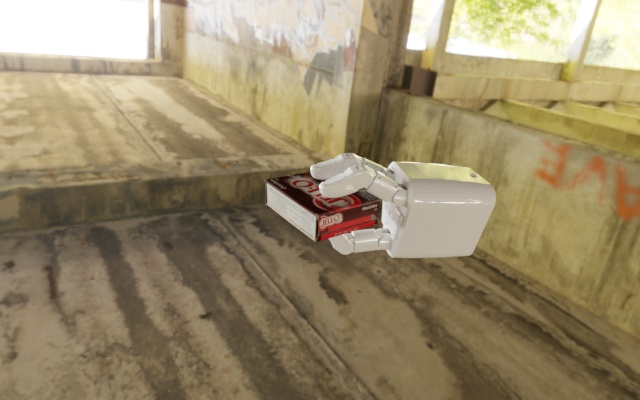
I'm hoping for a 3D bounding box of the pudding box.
[{"bbox_3d":[0.000,0.002,0.560,0.090,0.039,0.113,-12,27,-34],"label":"pudding box"}]
